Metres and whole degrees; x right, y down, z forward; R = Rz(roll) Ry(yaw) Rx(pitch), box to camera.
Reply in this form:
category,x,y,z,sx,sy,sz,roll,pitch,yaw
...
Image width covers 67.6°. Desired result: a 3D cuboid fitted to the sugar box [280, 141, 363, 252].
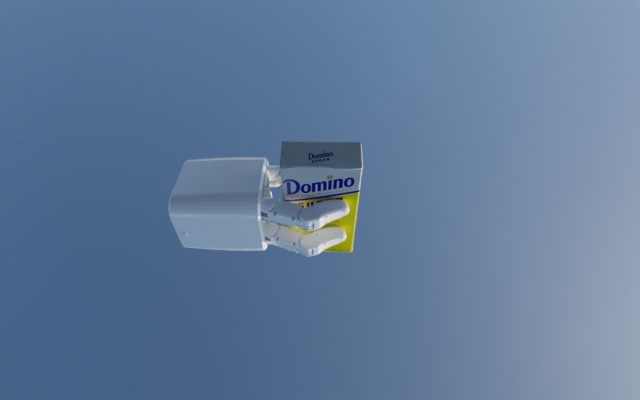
category,x,y,z,sx,sy,sz,roll,pitch,yaw
sugar box,0.000,0.002,0.595,0.093,0.048,0.176,0,-35,0
